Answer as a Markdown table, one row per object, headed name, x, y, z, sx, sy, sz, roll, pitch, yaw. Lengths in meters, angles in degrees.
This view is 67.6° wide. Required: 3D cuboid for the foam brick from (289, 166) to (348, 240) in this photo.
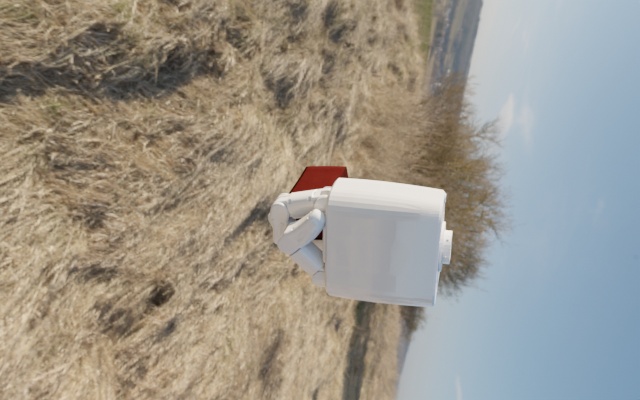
| name | x | y | z | sx | sy | sz | roll | pitch | yaw |
| --- | --- | --- | --- | --- | --- | --- | --- | --- | --- |
| foam brick | 0.000 | 0.002 | 0.533 | 0.051 | 0.053 | 0.078 | 0 | 32 | 20 |
